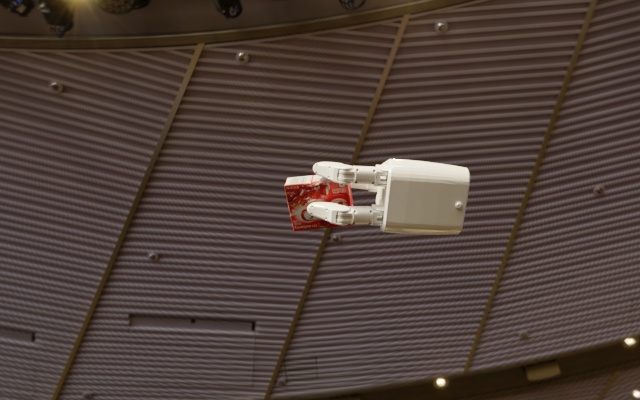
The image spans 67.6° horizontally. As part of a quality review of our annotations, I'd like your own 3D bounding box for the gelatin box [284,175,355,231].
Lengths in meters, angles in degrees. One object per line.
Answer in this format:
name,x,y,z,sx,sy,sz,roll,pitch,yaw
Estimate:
gelatin box,0.000,0.002,0.667,0.089,0.073,0.030,-5,26,10
